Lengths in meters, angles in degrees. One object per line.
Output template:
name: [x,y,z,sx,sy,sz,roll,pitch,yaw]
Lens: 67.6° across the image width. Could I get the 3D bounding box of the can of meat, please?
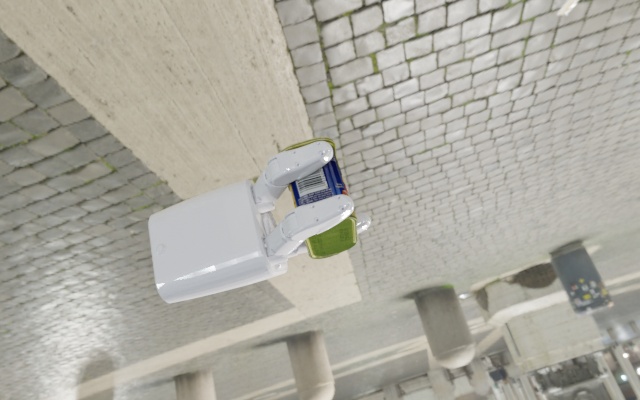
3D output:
can of meat: [0.000,0.002,0.469,0.057,0.084,0.102,-16,-25,-1]
